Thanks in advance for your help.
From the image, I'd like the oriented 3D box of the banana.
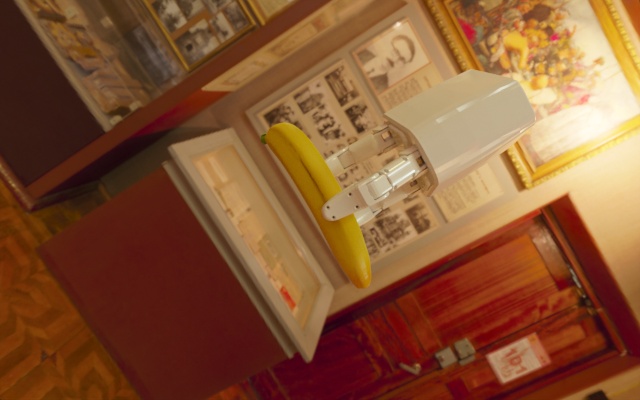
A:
[{"bbox_3d":[-0.002,-0.008,0.462,0.037,0.197,0.070,-29,-18,-9],"label":"banana"}]
